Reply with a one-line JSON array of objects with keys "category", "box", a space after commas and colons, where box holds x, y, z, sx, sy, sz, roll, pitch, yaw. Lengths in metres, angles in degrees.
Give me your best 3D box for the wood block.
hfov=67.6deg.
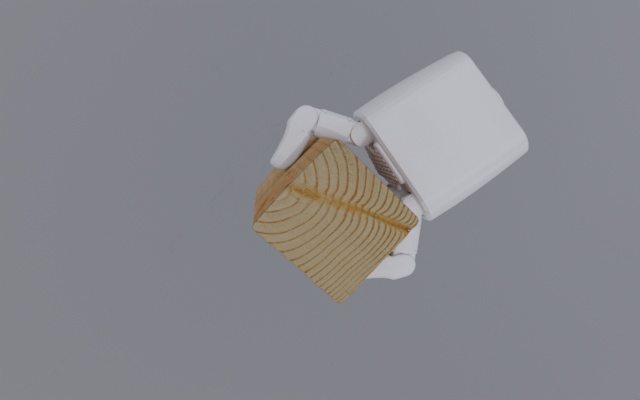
[{"category": "wood block", "box": [0.000, 0.001, 0.444, 0.091, 0.090, 0.206, 43, 1, -11]}]
